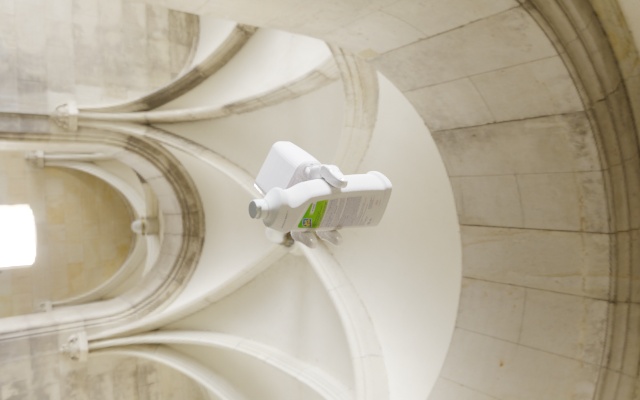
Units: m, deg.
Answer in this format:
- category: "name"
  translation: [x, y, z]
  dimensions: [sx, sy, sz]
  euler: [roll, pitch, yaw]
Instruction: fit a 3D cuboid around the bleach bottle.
- category: "bleach bottle"
  translation: [0.000, 0.003, 0.801]
  dimensions: [0.251, 0.103, 0.068]
  euler: [-2, 30, -35]
